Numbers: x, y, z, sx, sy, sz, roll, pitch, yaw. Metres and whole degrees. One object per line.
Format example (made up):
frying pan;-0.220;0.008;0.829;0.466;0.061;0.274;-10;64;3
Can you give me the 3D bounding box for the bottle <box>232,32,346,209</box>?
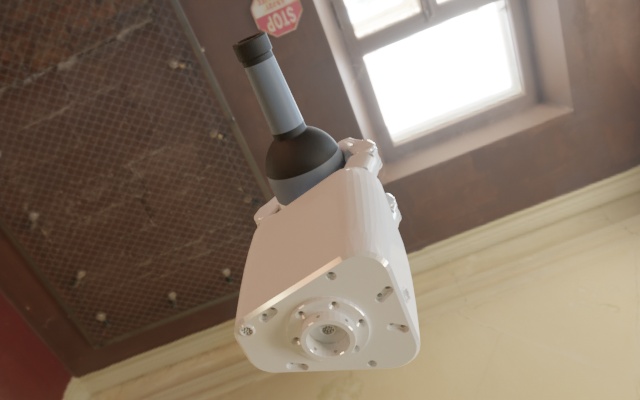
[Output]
bottle;0.000;0.002;0.418;0.069;0.296;0.069;-19;26;10
